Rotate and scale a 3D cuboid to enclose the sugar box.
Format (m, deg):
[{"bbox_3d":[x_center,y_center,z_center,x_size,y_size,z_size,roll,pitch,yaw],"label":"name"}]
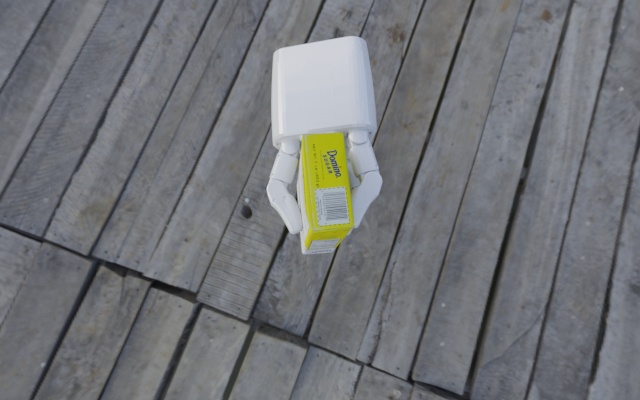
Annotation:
[{"bbox_3d":[0.001,0.001,0.513,0.048,0.093,0.176,-4,-12,-3],"label":"sugar box"}]
